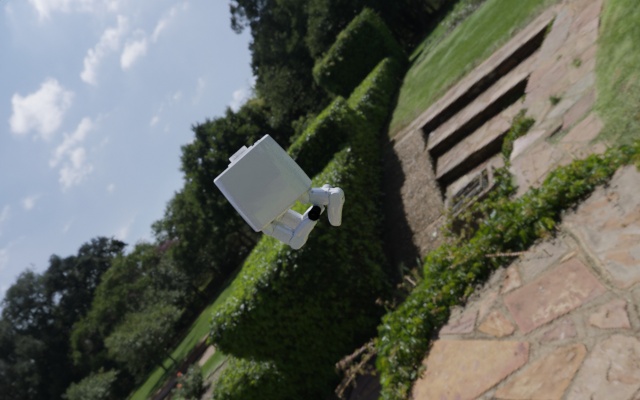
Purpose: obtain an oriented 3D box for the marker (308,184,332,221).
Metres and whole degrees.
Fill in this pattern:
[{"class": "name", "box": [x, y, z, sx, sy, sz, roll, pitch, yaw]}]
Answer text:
[{"class": "marker", "box": [0.000, 0.003, 0.771, 0.020, 0.020, 0.121, 0, 22, 13]}]
